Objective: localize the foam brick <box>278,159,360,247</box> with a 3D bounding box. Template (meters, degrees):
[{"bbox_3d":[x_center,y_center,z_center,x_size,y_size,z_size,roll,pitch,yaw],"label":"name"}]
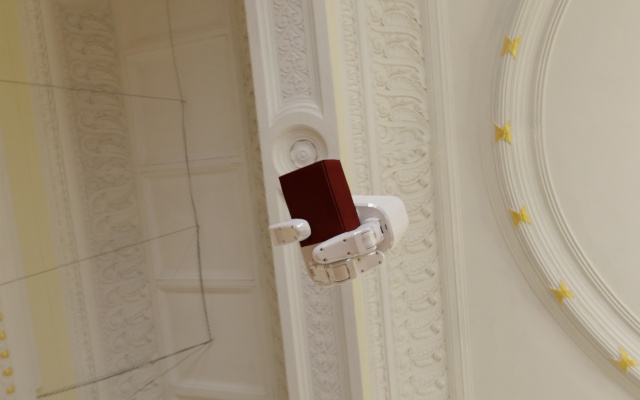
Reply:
[{"bbox_3d":[0.000,0.001,0.489,0.053,0.078,0.051,-17,1,23],"label":"foam brick"}]
